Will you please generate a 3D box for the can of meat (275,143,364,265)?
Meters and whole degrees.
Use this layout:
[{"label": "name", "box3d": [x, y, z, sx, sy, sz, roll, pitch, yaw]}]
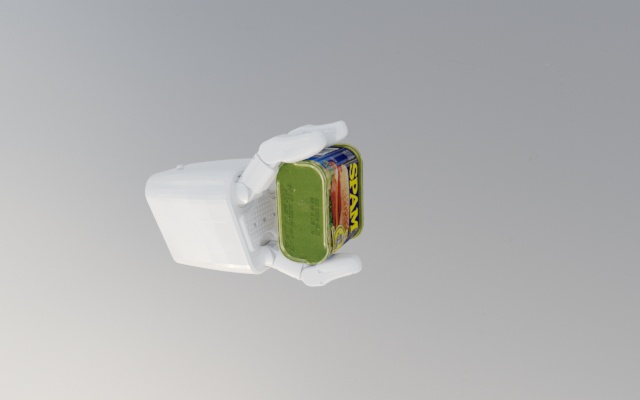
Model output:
[{"label": "can of meat", "box3d": [0.000, 0.002, 0.457, 0.057, 0.102, 0.084, 5, 17, 25]}]
